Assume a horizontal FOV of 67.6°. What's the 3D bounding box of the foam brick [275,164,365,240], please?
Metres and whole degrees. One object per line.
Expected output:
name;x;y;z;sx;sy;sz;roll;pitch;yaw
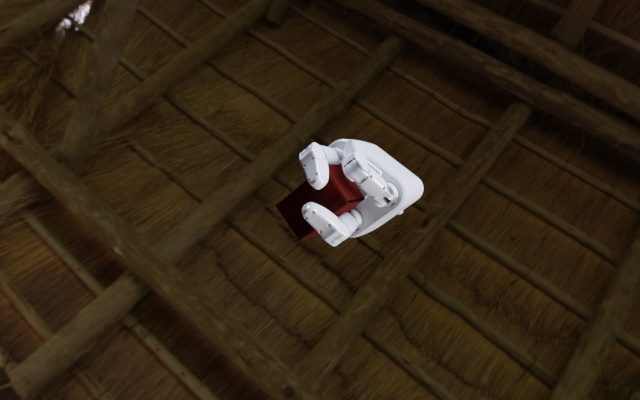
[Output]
foam brick;0.000;0.002;0.549;0.078;0.053;0.051;-38;-11;24
